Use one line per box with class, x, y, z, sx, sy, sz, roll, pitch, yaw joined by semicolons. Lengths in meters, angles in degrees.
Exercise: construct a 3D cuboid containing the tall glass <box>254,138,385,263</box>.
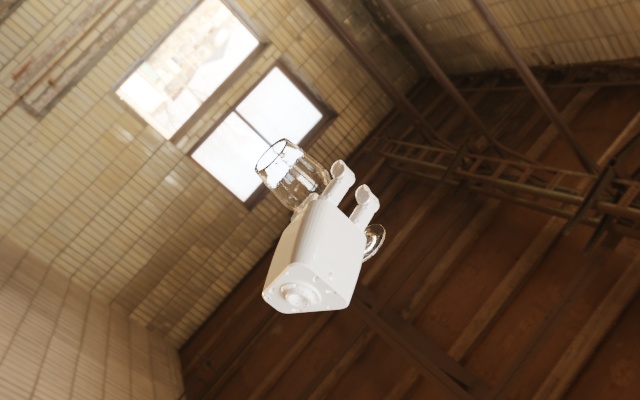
tall glass;0.001;0.003;0.670;0.201;0.079;0.079;44;-20;-23
